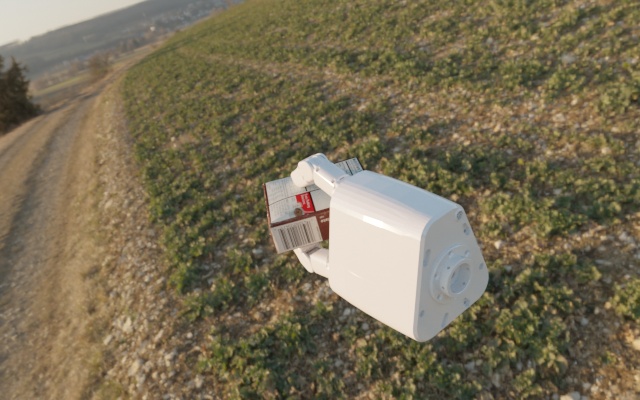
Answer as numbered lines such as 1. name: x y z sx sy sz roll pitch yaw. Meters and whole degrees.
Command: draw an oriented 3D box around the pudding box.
1. pudding box: 0.000 0.002 0.496 0.113 0.039 0.090 -15 31 -2
